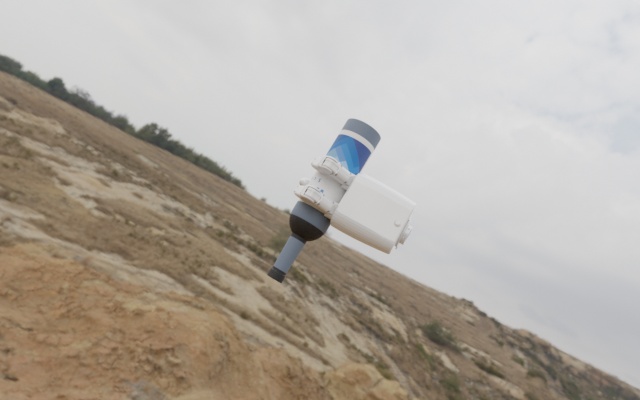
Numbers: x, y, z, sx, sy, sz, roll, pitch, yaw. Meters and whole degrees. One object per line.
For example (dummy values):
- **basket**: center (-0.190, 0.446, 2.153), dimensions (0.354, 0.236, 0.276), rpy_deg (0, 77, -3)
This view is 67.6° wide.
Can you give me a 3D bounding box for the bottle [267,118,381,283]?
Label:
- **bottle**: center (0.000, 0.002, 0.794), dimensions (0.069, 0.295, 0.069), rpy_deg (30, -10, 6)
